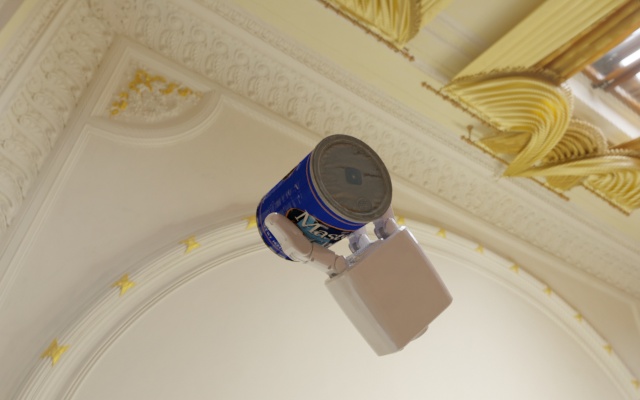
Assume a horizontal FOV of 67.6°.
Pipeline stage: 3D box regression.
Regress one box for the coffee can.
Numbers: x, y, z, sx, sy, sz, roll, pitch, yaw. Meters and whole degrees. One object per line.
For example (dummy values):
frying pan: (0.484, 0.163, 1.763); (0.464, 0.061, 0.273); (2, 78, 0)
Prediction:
coffee can: (0.000, 0.002, 0.555); (0.103, 0.102, 0.140); (0, -23, -34)
